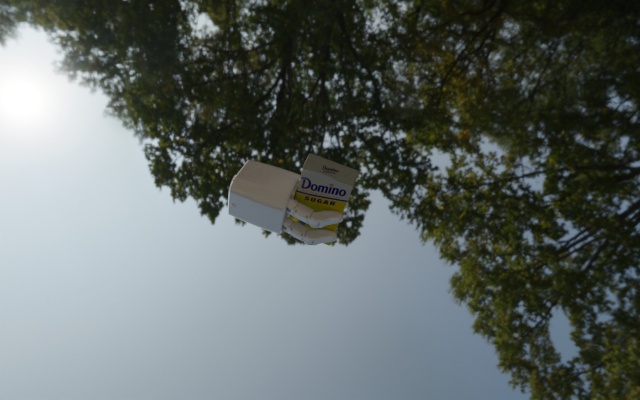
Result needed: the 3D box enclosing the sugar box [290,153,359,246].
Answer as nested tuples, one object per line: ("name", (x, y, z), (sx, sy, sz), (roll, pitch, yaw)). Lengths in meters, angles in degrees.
("sugar box", (0.000, 0.003, 0.867), (0.093, 0.048, 0.176), (20, -40, 3))
